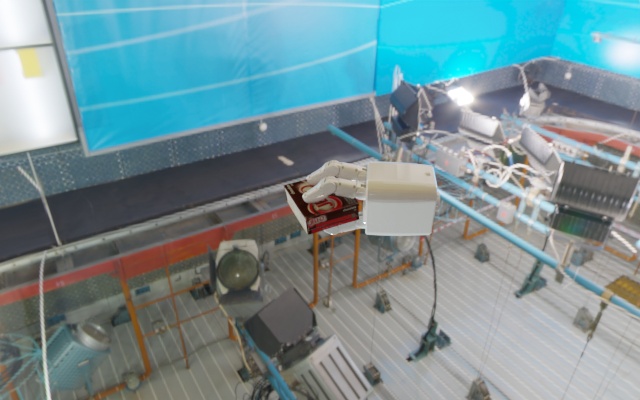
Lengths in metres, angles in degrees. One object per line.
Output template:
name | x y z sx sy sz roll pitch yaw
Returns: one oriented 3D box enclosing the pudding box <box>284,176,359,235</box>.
pudding box | 0.000 0.003 0.777 0.090 0.039 0.113 -15 32 -16
